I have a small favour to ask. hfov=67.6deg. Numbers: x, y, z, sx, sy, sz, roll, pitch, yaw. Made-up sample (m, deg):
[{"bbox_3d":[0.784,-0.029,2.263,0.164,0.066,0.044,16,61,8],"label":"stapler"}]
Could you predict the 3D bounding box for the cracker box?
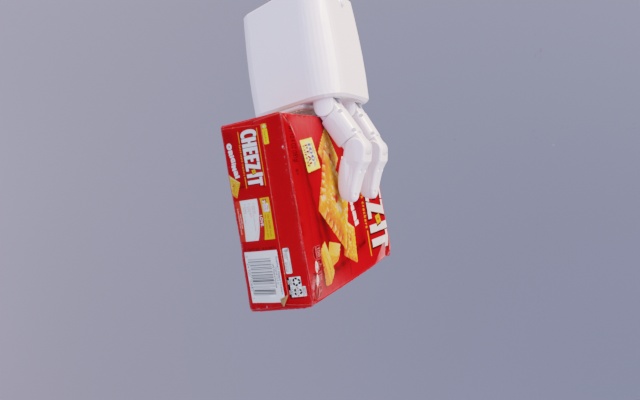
[{"bbox_3d":[0.000,0.002,0.488,0.072,0.164,0.213,-8,2,27],"label":"cracker box"}]
